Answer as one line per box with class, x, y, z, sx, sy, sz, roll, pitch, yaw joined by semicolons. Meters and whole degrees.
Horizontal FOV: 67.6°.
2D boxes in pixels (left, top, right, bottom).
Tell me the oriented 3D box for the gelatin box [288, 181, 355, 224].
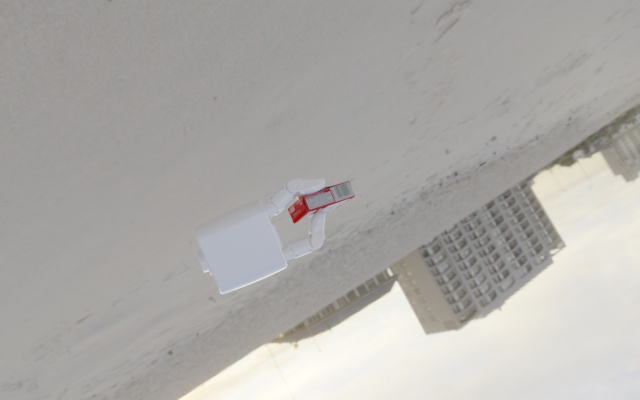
gelatin box;0.001;0.003;0.766;0.089;0.030;0.073;-18;-9;-25
